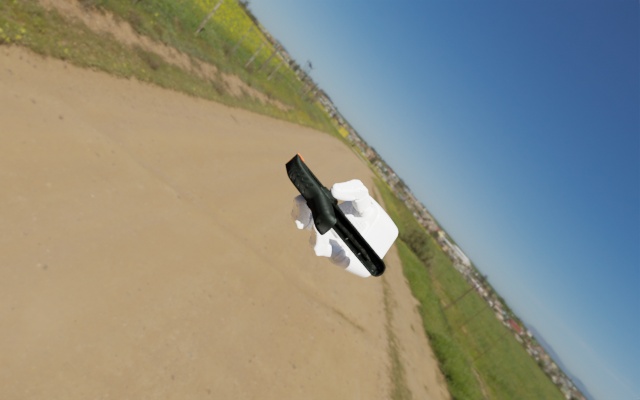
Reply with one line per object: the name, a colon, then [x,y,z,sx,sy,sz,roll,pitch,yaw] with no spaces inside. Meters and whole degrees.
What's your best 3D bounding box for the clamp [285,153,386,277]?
clamp: [0.001,0.001,0.641,0.036,0.210,0.165,-40,-33,6]
